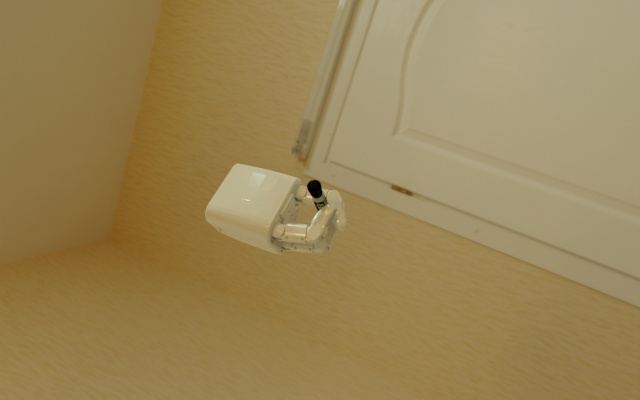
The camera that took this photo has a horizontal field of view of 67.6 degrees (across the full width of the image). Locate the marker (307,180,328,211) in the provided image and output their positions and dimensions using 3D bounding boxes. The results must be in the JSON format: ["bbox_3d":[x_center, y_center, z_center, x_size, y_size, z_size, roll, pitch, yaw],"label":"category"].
[{"bbox_3d":[0.000,0.002,0.661,0.020,0.020,0.121,0,-22,10],"label":"marker"}]
